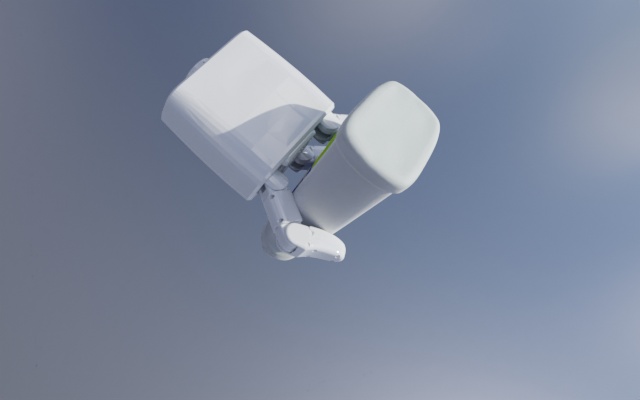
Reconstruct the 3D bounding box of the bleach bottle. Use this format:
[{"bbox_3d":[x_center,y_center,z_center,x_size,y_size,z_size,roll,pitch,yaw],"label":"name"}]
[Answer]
[{"bbox_3d":[0.000,0.001,0.447,0.102,0.068,0.251,-52,5,-40],"label":"bleach bottle"}]
